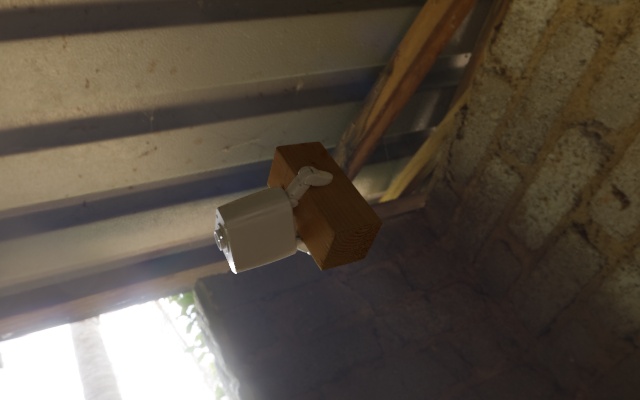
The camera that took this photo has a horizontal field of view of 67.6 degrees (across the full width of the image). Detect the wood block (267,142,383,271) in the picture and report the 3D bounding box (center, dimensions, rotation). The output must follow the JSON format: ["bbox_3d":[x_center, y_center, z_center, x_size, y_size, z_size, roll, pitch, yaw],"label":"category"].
[{"bbox_3d":[0.000,0.002,0.792,0.090,0.091,0.206,-10,48,-31],"label":"wood block"}]
